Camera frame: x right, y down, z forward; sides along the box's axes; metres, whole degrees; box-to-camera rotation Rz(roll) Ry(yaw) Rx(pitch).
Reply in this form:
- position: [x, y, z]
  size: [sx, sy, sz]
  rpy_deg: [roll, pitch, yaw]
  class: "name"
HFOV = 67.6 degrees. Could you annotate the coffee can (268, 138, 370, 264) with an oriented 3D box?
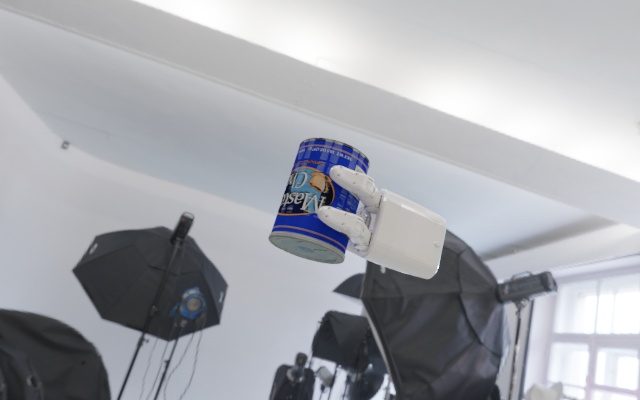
- position: [0.000, 0.002, 0.640]
  size: [0.103, 0.140, 0.103]
  rpy_deg: [15, -19, 5]
  class: "coffee can"
